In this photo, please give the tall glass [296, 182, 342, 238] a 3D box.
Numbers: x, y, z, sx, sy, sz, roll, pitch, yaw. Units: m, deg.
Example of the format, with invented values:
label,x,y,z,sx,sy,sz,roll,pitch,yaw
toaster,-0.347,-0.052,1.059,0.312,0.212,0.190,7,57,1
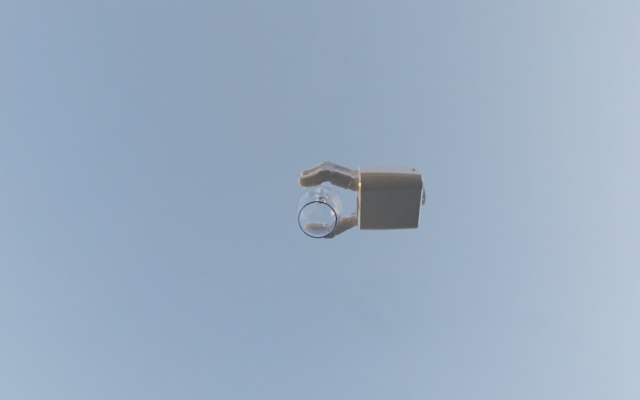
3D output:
label,x,y,z,sx,sy,sz,roll,pitch,yaw
tall glass,0.000,0.003,0.845,0.079,0.079,0.201,0,16,3
